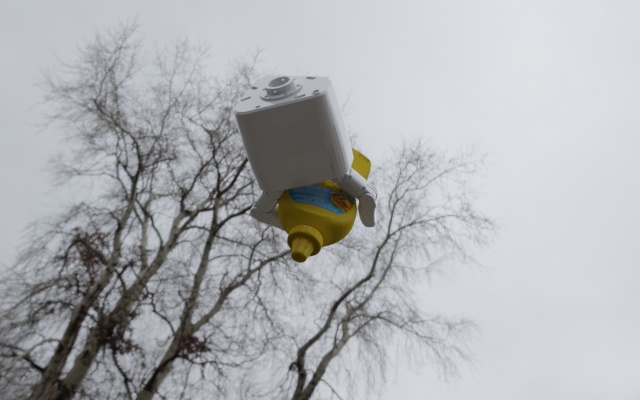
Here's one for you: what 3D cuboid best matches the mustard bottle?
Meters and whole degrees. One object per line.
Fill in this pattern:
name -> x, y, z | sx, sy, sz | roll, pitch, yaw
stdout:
mustard bottle -> 0.000, 0.002, 0.596 | 0.096, 0.058, 0.191 | 17, 43, 4
